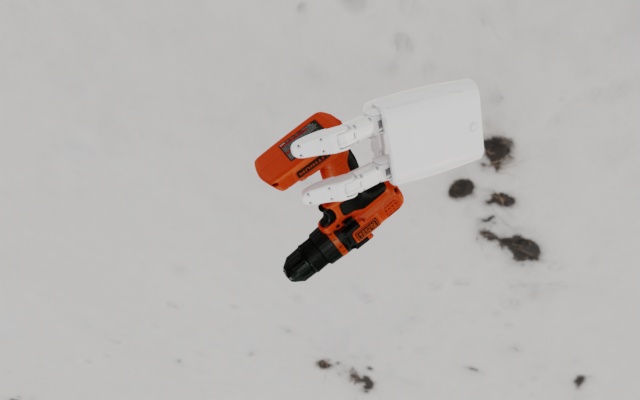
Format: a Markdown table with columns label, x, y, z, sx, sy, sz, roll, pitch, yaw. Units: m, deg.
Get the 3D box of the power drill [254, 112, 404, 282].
| label | x | y | z | sx | sy | sz | roll | pitch | yaw |
| --- | --- | --- | --- | --- | --- | --- | --- | --- | --- |
| power drill | 0.000 | 0.001 | 0.571 | 0.057 | 0.184 | 0.188 | 47 | -5 | 43 |
